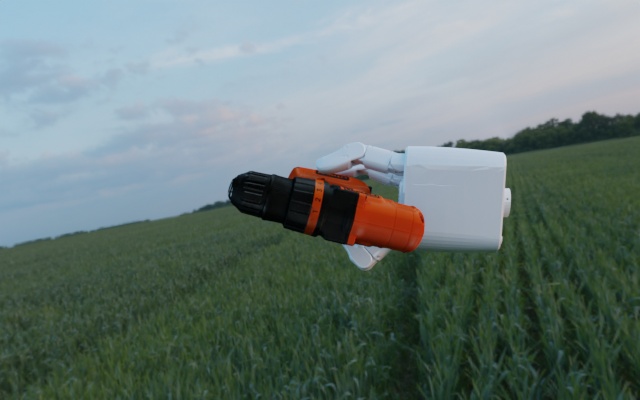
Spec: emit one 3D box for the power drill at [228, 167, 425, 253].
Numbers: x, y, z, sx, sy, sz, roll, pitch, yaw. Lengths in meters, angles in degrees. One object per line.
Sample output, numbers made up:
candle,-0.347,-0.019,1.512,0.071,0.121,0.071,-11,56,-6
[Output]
power drill,0.000,0.002,0.509,0.184,0.057,0.187,15,7,-7
